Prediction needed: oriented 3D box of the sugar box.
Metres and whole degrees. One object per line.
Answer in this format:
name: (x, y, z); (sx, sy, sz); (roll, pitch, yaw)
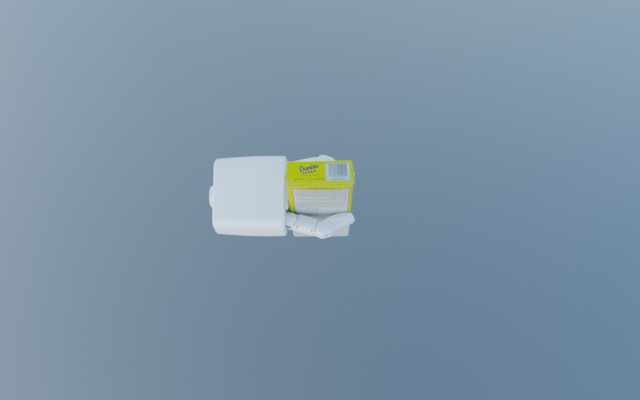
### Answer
sugar box: (0.000, 0.002, 0.721); (0.093, 0.048, 0.176); (0, -25, 0)
